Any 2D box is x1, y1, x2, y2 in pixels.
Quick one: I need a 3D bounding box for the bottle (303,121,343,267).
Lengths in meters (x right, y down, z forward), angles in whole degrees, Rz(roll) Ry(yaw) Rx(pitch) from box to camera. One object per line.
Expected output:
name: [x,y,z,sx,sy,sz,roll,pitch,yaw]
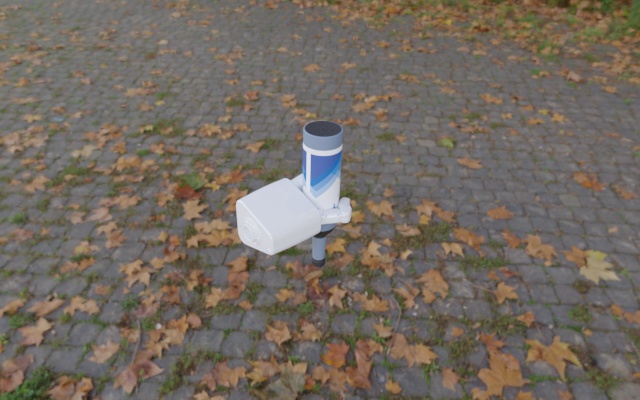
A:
bottle: [0.000,0.003,0.875,0.069,0.296,0.069,1,34,-1]
